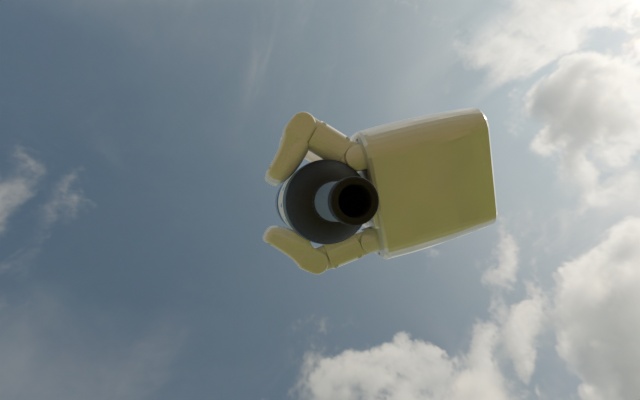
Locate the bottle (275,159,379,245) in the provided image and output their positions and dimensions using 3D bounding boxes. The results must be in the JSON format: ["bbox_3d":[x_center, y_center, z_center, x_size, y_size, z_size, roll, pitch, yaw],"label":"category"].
[{"bbox_3d":[0.000,0.001,0.408,0.069,0.069,0.295,0,0,-7],"label":"bottle"}]
